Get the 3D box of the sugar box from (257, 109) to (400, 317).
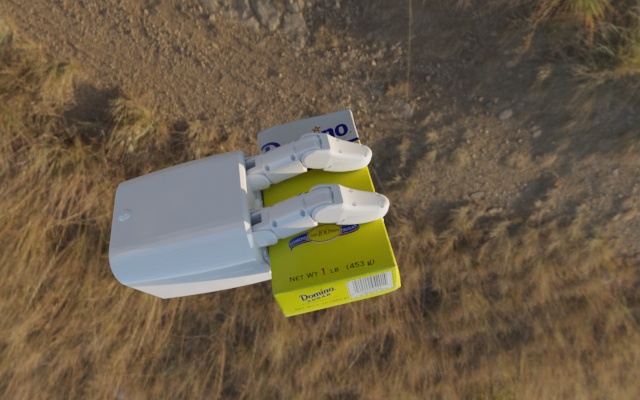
[{"bbox_3d":[0.000,0.001,0.404,0.093,0.176,0.048,-13,-37,1],"label":"sugar box"}]
